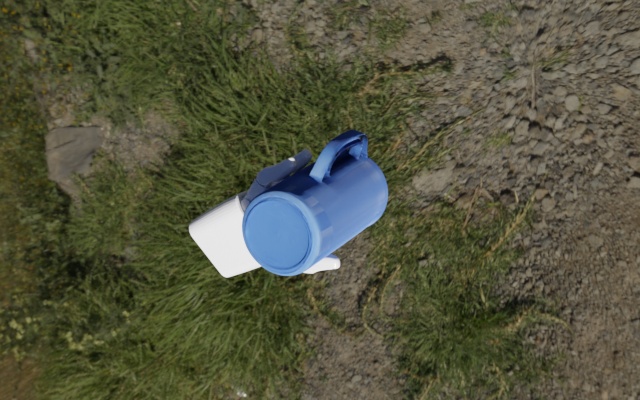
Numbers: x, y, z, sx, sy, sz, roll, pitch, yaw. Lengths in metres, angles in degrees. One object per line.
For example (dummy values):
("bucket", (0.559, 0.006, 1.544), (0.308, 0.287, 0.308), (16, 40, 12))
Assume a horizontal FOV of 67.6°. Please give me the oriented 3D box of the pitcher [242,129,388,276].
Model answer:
("pitcher", (0.000, 0.002, 0.664), (0.145, 0.149, 0.242), (-23, 4, 28))
